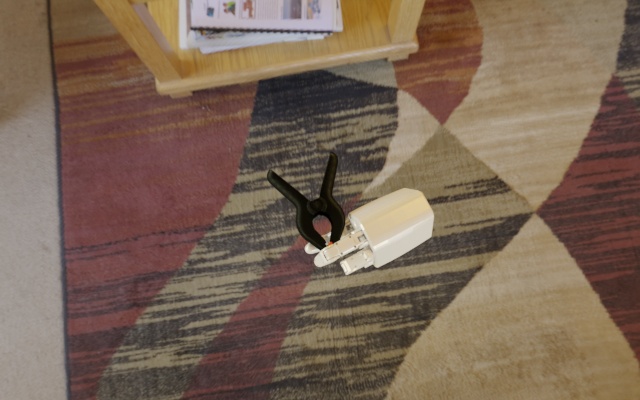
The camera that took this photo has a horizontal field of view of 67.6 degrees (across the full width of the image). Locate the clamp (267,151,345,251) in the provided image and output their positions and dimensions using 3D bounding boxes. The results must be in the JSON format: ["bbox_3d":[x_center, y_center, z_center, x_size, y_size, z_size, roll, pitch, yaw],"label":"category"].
[{"bbox_3d":[0.000,0.003,0.771,0.120,0.171,0.039,-27,-11,-3],"label":"clamp"}]
